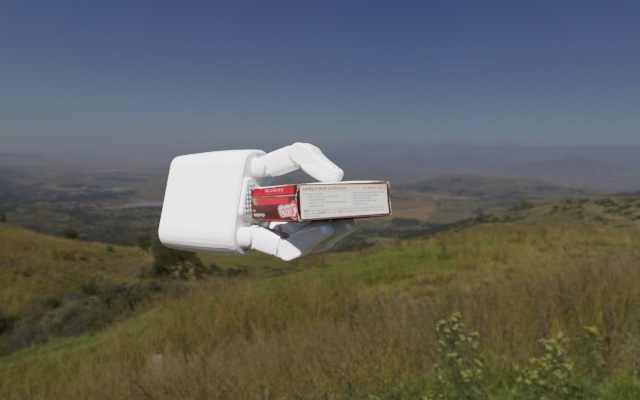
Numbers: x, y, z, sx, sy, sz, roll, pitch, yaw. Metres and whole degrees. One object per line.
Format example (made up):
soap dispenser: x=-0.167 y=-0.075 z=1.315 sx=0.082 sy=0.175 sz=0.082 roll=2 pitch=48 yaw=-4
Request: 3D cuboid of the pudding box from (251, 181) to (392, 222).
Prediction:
pudding box: x=0.000 y=0.001 z=0.477 sx=0.113 sy=0.039 sz=0.090 roll=-5 pitch=2 yaw=-35
